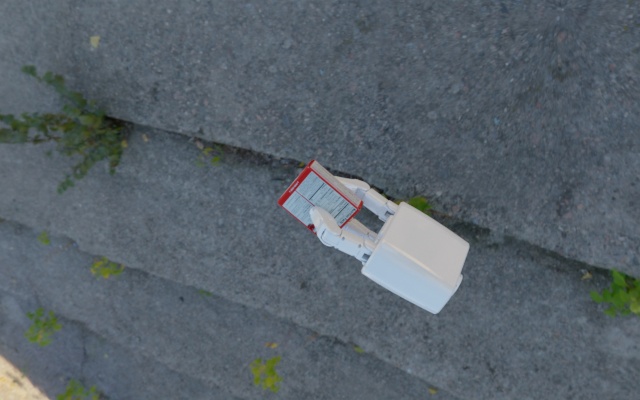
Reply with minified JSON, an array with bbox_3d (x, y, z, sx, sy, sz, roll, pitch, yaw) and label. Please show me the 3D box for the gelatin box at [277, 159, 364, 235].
[{"bbox_3d":[0.000,0.002,0.629,0.089,0.073,0.030,39,30,-5],"label":"gelatin box"}]
